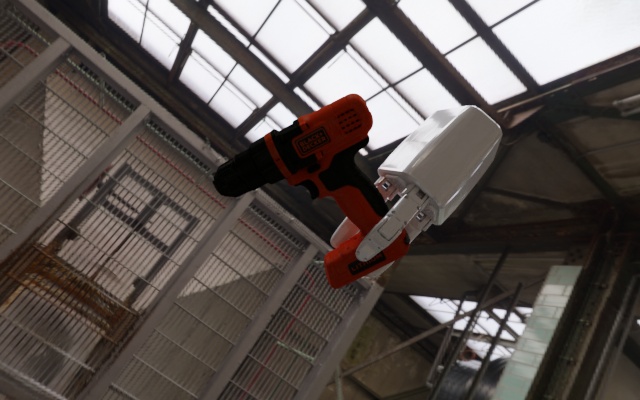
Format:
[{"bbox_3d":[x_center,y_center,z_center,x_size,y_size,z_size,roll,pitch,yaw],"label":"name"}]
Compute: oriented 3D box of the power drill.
[{"bbox_3d":[0.001,0.002,0.524,0.184,0.188,0.057,-27,18,8],"label":"power drill"}]
